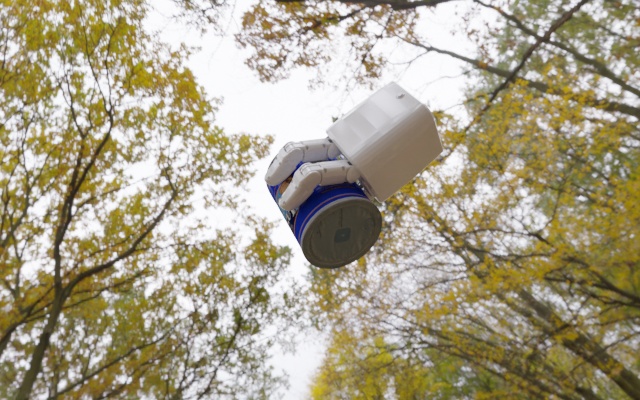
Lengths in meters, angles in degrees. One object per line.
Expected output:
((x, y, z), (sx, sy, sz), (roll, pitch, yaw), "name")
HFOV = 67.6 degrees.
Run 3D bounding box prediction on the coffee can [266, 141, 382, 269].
((0.000, 0.002, 0.602), (0.103, 0.103, 0.140), (0, 35, -28), "coffee can")
